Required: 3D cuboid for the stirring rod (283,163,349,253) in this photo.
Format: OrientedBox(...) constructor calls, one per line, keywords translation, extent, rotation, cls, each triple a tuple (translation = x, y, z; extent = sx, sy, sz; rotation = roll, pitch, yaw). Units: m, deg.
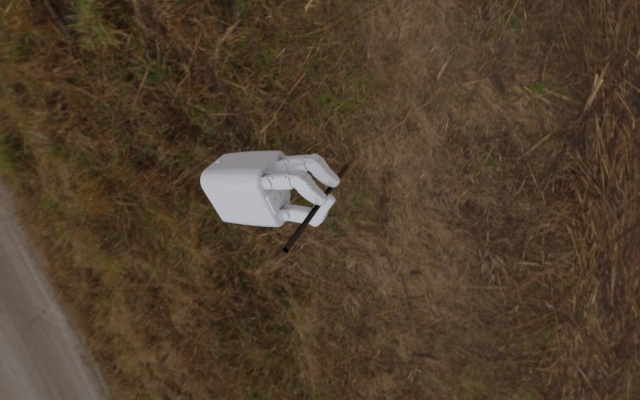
OrientedBox(translation=(0.000, 0.002, 0.688), extent=(0.011, 0.011, 0.239), rotation=(0, 30, 25), cls="stirring rod")
